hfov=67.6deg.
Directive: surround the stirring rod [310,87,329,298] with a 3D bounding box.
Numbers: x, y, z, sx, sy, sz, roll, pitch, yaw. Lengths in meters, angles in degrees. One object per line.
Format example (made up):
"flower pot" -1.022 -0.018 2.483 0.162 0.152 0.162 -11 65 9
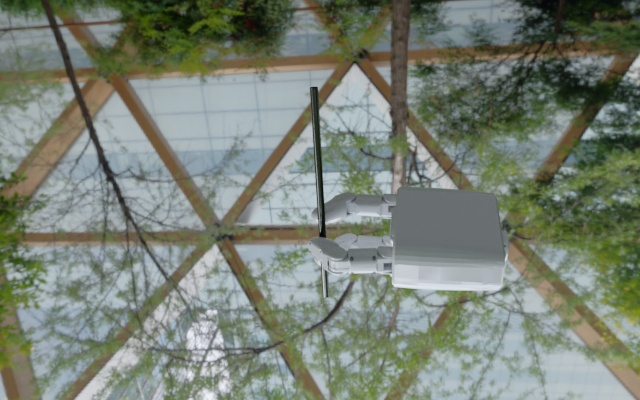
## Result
"stirring rod" 0.000 0.002 0.504 0.011 0.240 0.011 -3 25 1
